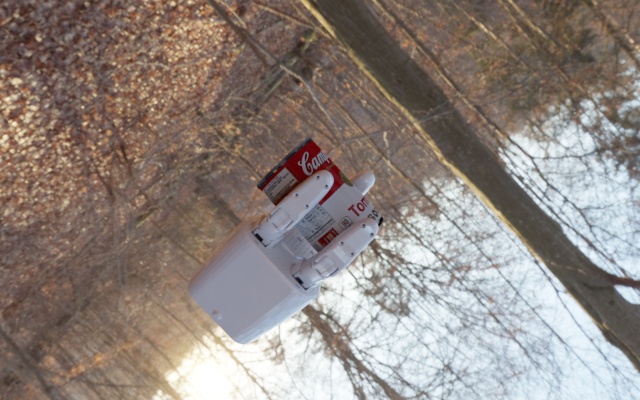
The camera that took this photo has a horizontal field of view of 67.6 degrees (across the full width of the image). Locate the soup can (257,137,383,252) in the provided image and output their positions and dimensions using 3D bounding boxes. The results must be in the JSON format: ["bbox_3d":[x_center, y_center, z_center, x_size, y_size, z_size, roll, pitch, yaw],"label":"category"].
[{"bbox_3d":[0.001,0.001,0.441,0.068,0.102,0.068,-43,2,2],"label":"soup can"}]
